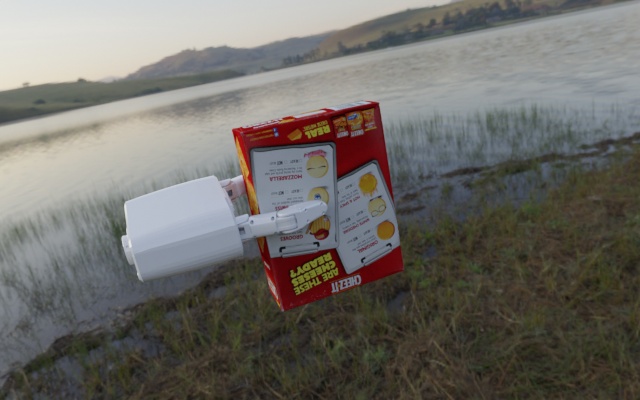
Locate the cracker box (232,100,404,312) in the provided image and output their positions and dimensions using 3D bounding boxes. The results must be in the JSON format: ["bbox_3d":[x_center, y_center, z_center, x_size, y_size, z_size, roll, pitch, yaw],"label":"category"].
[{"bbox_3d":[0.000,0.002,0.573,0.164,0.214,0.072,-16,17,-15],"label":"cracker box"}]
